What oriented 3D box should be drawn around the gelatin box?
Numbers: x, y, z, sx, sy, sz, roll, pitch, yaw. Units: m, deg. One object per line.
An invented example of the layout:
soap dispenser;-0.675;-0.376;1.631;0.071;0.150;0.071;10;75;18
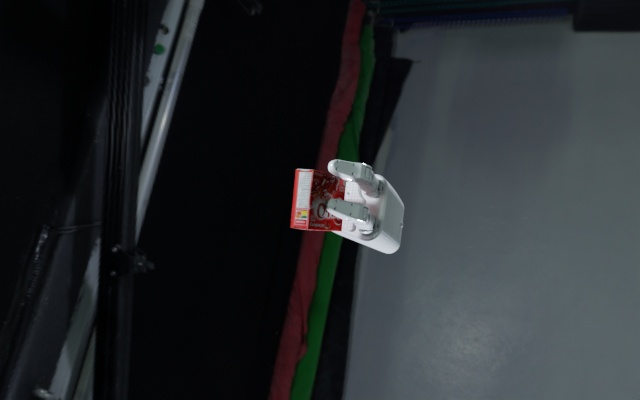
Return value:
gelatin box;0.000;0.002;0.612;0.030;0.073;0.089;4;-3;31
